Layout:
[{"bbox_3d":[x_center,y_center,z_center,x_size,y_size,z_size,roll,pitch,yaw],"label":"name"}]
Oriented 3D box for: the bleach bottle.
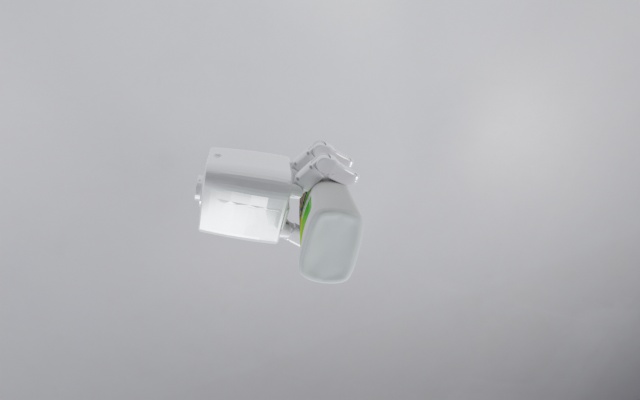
[{"bbox_3d":[0.000,0.002,0.656,0.068,0.103,0.250,9,23,-11],"label":"bleach bottle"}]
